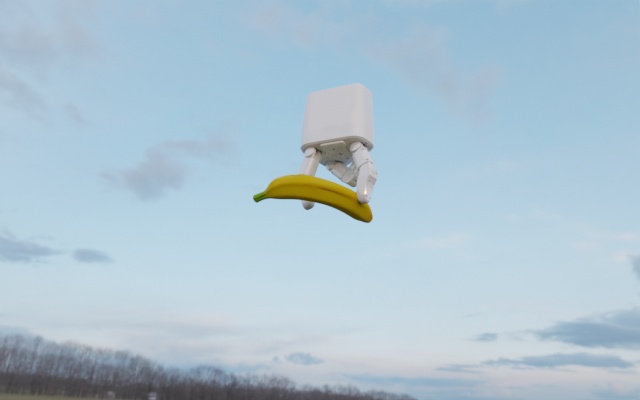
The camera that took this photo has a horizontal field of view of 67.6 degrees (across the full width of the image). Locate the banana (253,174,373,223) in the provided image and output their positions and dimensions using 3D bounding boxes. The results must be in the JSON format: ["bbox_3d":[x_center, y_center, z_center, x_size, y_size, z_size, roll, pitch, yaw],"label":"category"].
[{"bbox_3d":[0.005,-0.005,0.707,0.198,0.037,0.070,13,-25,-22],"label":"banana"}]
